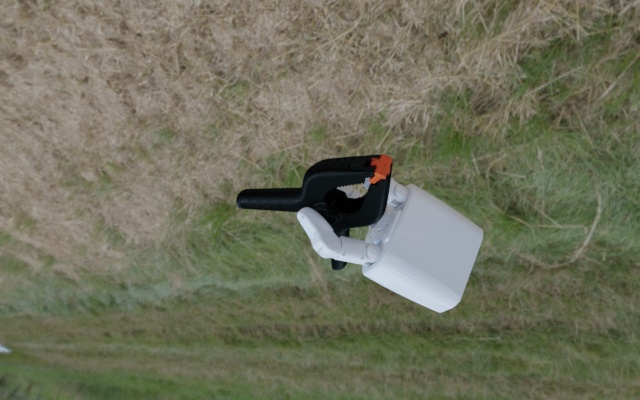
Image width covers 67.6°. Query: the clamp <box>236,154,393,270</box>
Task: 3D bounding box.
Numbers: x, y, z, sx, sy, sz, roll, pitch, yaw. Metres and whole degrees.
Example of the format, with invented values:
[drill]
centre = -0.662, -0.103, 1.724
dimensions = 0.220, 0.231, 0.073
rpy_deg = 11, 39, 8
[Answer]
[clamp]
centre = 0.000, 0.002, 0.532
dimensions = 0.164, 0.036, 0.210
rpy_deg = 30, -36, -9
